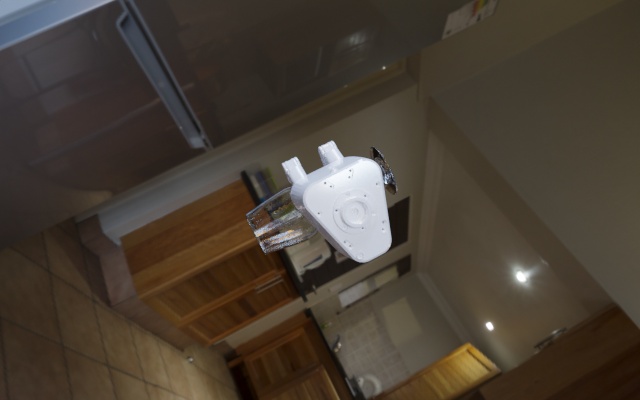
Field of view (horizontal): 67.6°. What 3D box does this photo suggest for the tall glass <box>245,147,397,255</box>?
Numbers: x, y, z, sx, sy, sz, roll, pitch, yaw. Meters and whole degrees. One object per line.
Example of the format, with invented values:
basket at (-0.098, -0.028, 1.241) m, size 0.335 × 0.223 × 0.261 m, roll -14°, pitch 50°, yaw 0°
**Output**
tall glass at (0.001, 0.002, 0.658) m, size 0.201 × 0.079 × 0.079 m, roll -27°, pitch 3°, yaw -6°
